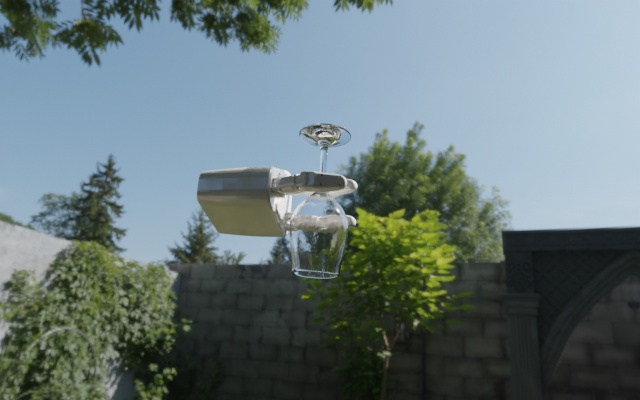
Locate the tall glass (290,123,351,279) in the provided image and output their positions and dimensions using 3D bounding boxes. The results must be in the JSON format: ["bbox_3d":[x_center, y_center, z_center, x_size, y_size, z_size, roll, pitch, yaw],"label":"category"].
[{"bbox_3d":[0.000,0.001,0.648,0.079,0.201,0.079,3,-18,1],"label":"tall glass"}]
